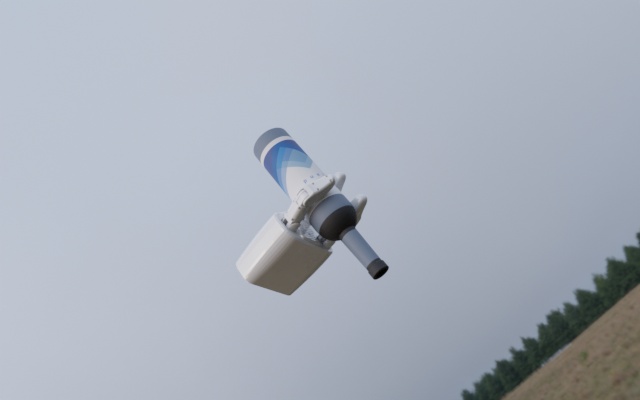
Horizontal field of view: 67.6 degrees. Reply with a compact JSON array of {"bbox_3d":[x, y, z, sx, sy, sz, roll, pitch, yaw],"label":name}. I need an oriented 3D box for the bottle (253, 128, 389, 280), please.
[{"bbox_3d":[0.000,0.002,0.725,0.069,0.069,0.295,0,41,-49],"label":"bottle"}]
